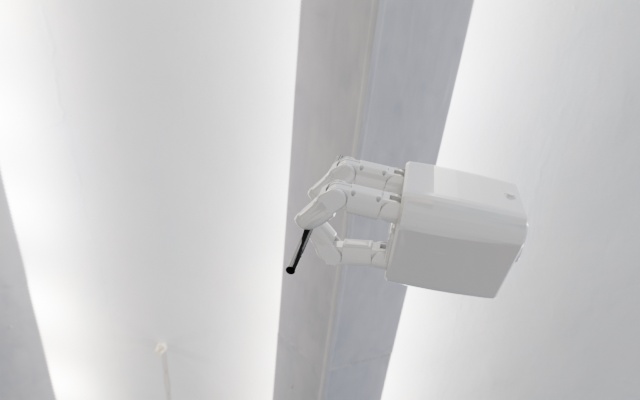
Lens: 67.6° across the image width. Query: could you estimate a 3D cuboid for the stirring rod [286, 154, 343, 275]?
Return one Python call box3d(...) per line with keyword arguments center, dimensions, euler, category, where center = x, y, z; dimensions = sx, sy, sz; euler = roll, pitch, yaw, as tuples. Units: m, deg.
box3d(center=(0.000, 0.002, 0.492), dimensions=(0.011, 0.011, 0.239), euler=(0, 27, 13), category="stirring rod")
